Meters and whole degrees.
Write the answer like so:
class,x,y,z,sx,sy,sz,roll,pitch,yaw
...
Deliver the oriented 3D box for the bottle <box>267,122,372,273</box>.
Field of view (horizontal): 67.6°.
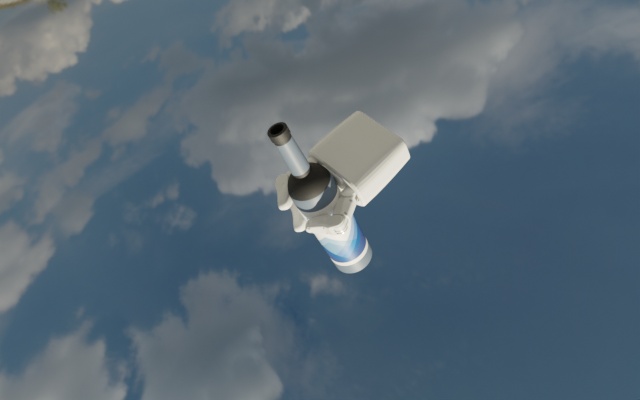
class,x,y,z,sx,sy,sz,roll,pitch,yaw
bottle,0.000,0.003,0.698,0.069,0.069,0.296,0,-38,28
